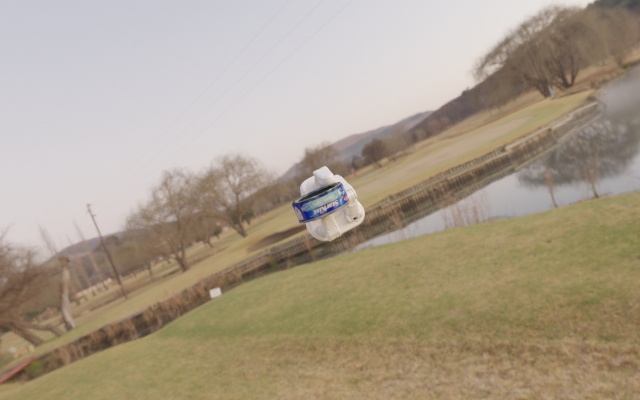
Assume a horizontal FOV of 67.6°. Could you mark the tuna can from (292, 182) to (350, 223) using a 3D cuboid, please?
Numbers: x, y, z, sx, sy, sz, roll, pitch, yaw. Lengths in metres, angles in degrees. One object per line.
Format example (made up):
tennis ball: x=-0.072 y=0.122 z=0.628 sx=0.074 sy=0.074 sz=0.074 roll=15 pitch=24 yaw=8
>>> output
tuna can: x=0.000 y=0.002 z=0.735 sx=0.086 sy=0.034 sz=0.086 roll=-23 pitch=7 yaw=3
